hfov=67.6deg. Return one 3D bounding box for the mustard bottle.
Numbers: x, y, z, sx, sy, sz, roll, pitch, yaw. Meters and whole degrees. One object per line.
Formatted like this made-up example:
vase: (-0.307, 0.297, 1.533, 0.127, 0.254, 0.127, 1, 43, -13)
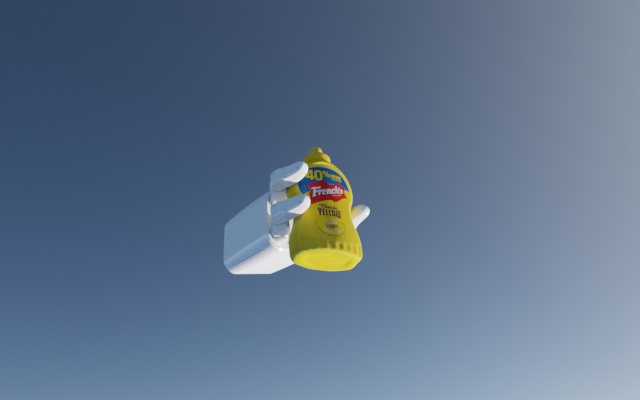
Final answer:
mustard bottle: (0.000, 0.002, 0.675, 0.096, 0.191, 0.058, 9, -37, -20)
